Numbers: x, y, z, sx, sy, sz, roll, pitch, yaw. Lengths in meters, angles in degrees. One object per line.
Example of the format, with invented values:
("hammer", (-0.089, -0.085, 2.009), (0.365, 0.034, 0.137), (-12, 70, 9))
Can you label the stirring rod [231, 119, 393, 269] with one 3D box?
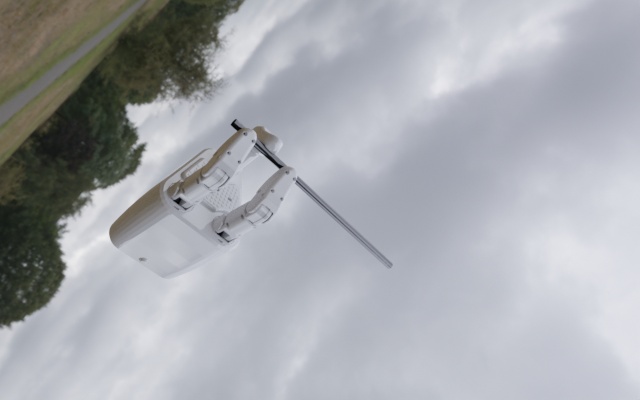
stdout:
("stirring rod", (0.000, 0.002, 0.487), (0.240, 0.011, 0.011), (43, -23, -27))
